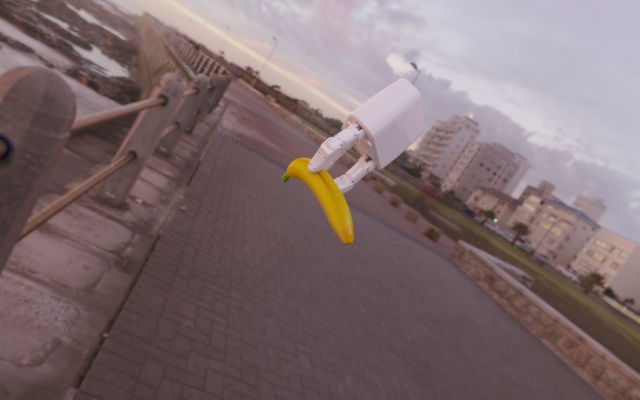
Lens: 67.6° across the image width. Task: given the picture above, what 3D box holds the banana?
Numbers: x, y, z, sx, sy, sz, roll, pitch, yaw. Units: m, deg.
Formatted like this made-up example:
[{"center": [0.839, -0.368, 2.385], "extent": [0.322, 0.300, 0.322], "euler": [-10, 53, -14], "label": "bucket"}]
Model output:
[{"center": [-0.001, -0.014, 0.735], "extent": [0.037, 0.070, 0.197], "euler": [-17, 41, -25], "label": "banana"}]
